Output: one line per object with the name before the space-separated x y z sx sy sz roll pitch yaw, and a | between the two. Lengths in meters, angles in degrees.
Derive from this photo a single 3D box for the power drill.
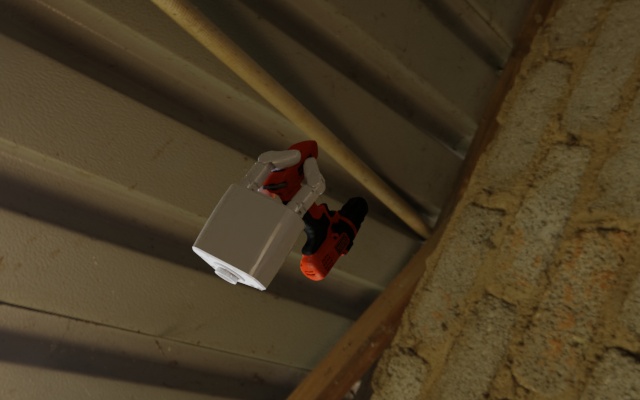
power drill | 0.000 0.002 0.753 0.057 0.188 0.184 -8 32 40
